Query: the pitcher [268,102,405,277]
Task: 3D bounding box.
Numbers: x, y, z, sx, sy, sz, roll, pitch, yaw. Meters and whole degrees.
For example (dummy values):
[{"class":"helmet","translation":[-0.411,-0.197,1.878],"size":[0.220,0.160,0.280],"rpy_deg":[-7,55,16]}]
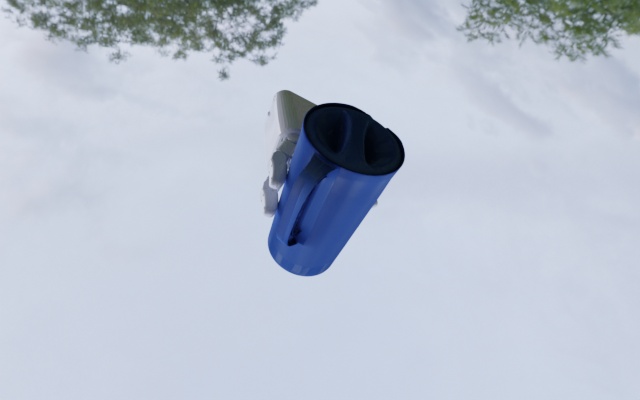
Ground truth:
[{"class":"pitcher","translation":[0.000,0.002,0.652],"size":[0.149,0.145,0.243],"rpy_deg":[5,-44,-21]}]
